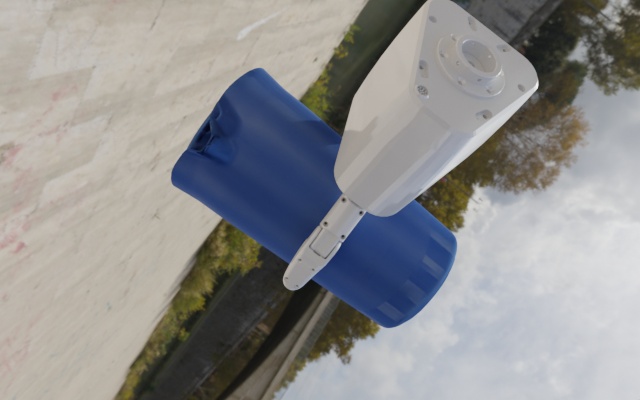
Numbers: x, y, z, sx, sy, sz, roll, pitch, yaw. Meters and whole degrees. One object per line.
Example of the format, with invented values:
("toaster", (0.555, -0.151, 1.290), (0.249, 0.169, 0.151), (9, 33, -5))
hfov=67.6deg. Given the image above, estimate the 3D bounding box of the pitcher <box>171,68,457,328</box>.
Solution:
("pitcher", (0.000, 0.001, 0.447), (0.243, 0.149, 0.145), (38, -36, -1))
